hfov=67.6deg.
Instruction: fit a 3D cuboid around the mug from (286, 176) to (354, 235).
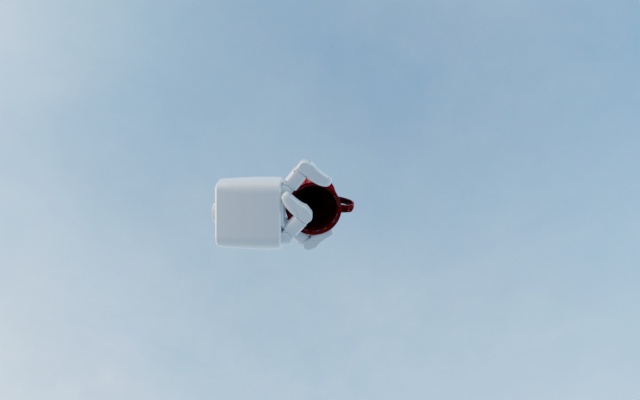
[{"bbox_3d":[0.002,0.003,0.830,0.117,0.093,0.081,2,18,-2],"label":"mug"}]
